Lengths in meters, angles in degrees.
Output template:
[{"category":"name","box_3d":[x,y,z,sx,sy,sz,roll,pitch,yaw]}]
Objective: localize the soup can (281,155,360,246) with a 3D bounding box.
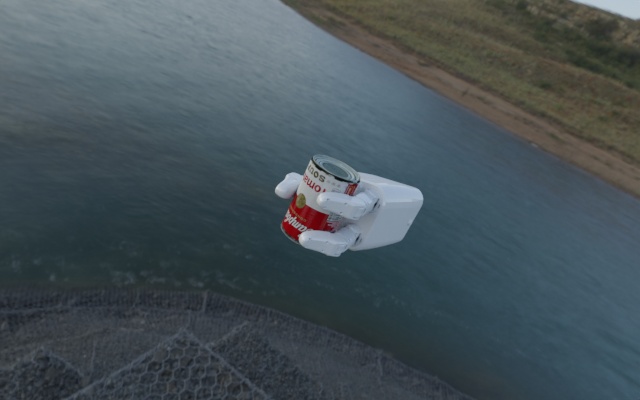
[{"category":"soup can","box_3d":[0.000,0.002,0.604,0.068,0.102,0.068,22,22,-9]}]
